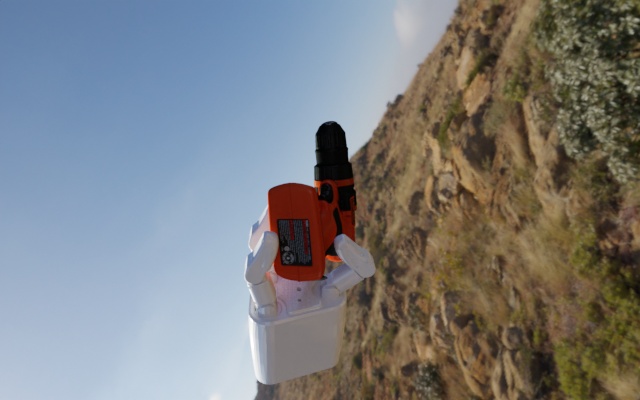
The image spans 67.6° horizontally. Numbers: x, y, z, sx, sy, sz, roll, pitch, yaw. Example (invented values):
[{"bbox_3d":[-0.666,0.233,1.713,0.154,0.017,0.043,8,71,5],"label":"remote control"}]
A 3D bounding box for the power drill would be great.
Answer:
[{"bbox_3d":[0.000,0.002,0.563,0.057,0.184,0.187,-3,10,19],"label":"power drill"}]
